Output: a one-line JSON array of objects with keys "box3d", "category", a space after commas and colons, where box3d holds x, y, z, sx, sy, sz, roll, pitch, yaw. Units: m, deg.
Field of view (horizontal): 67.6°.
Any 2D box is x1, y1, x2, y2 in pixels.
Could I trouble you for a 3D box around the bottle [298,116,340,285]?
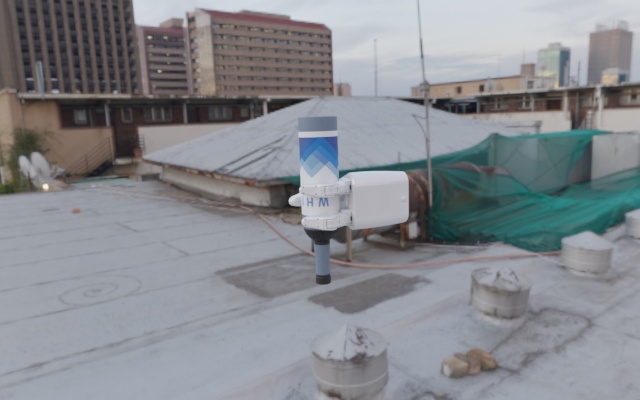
[{"box3d": [0.000, 0.002, 0.835, 0.069, 0.296, 0.069, -2, 10, 0], "category": "bottle"}]
